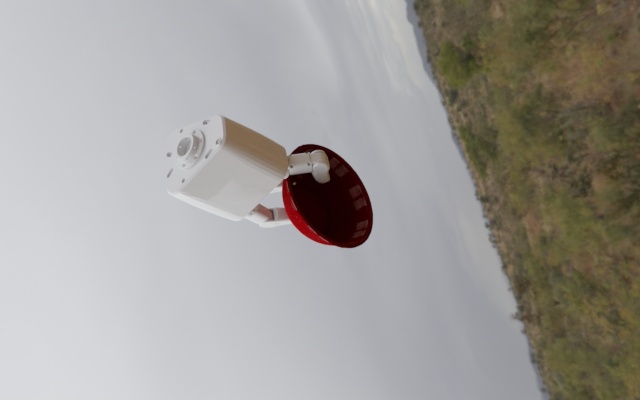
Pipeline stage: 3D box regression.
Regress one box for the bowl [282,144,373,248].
[{"bbox_3d":[0.001,0.003,0.679,0.162,0.162,0.055,0,-26,-46],"label":"bowl"}]
